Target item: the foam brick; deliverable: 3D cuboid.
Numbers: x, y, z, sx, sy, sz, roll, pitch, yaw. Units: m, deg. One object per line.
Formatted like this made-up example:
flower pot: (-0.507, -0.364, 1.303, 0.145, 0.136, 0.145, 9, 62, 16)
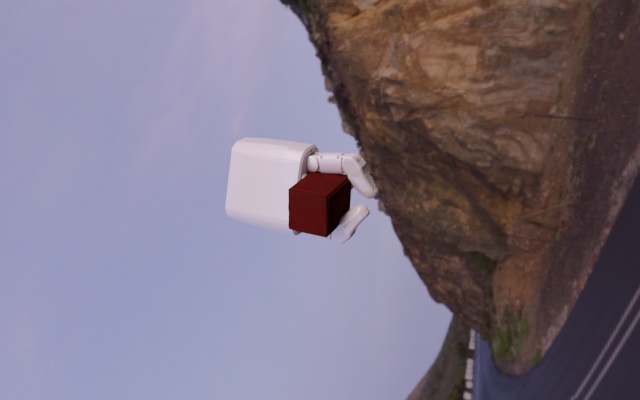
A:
foam brick: (0.000, 0.002, 0.575, 0.051, 0.053, 0.078, 12, 25, 21)
